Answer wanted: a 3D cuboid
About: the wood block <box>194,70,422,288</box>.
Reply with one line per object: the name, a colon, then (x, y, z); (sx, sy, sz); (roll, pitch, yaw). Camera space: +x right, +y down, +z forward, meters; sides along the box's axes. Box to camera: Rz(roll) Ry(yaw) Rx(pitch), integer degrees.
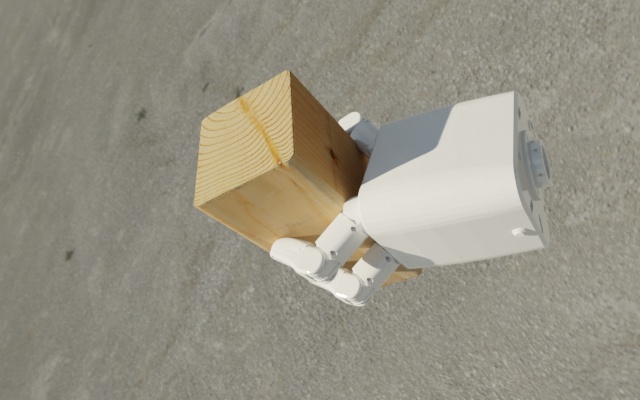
wood block: (0.000, 0.001, 0.413); (0.090, 0.090, 0.206); (-24, -40, 24)
